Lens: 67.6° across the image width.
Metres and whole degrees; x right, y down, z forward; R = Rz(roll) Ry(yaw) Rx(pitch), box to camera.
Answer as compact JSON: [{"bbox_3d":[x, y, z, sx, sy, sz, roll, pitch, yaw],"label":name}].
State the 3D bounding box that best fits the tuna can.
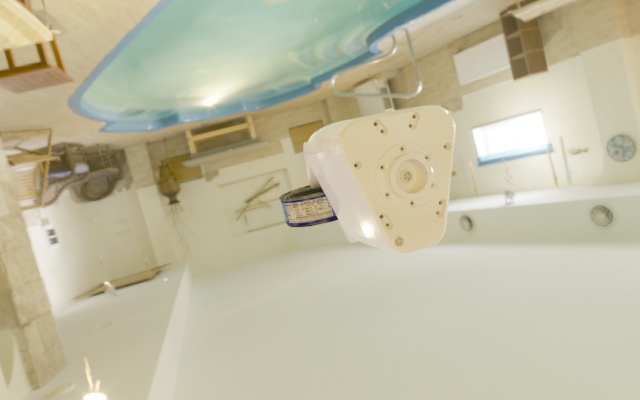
[{"bbox_3d":[0.000,0.002,0.526,0.086,0.034,0.086,-13,9,2],"label":"tuna can"}]
